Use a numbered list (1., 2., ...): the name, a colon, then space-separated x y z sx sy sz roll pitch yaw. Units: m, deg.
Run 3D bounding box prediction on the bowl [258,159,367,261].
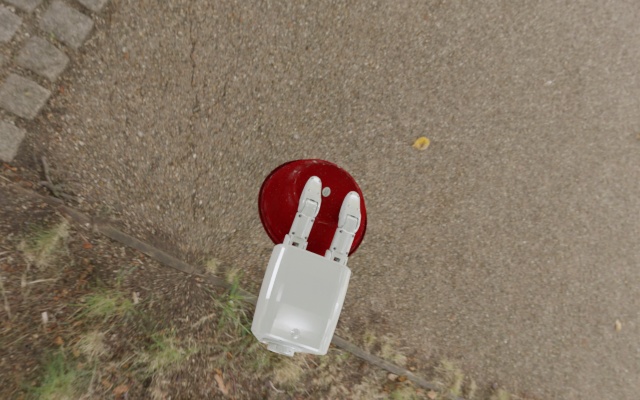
1. bowl: 0.000 0.001 0.645 0.162 0.162 0.055 0 -26 -23
